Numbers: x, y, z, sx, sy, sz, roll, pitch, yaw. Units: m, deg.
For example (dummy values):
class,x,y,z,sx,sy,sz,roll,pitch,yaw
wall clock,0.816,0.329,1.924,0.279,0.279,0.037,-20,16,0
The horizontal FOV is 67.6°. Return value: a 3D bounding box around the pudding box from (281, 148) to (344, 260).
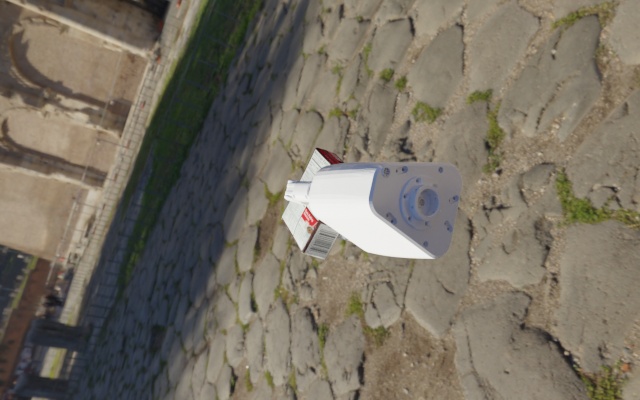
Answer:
class,x,y,z,sx,sy,sz,roll,pitch,yaw
pudding box,0.000,0.002,0.598,0.039,0.113,0.090,19,19,-30
